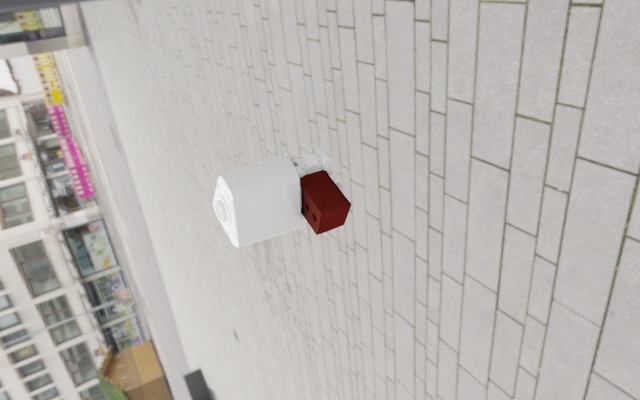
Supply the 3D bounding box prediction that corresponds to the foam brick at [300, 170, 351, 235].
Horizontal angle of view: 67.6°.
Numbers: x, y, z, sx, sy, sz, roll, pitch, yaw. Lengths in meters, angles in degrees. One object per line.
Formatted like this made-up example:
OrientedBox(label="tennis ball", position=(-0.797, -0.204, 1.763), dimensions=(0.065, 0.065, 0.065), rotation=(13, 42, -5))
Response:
OrientedBox(label="foam brick", position=(0.000, 0.002, 0.714), dimensions=(0.051, 0.078, 0.053), rotation=(-19, -35, -26))
